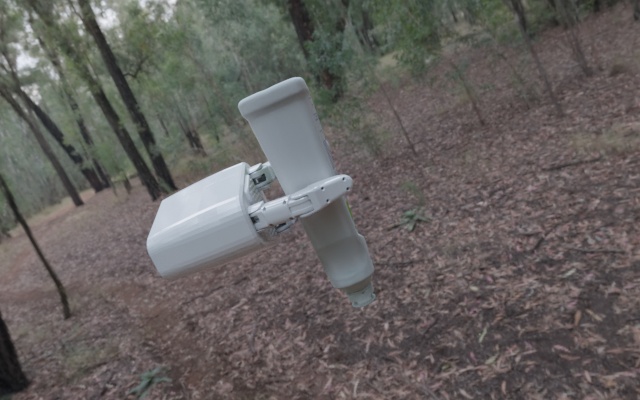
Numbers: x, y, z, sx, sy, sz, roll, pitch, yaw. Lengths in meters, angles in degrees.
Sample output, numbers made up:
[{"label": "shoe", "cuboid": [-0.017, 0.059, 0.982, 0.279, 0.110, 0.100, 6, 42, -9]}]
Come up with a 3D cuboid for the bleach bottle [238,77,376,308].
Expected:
[{"label": "bleach bottle", "cuboid": [0.000, 0.002, 0.500, 0.068, 0.251, 0.102, -22, 12, 6]}]
